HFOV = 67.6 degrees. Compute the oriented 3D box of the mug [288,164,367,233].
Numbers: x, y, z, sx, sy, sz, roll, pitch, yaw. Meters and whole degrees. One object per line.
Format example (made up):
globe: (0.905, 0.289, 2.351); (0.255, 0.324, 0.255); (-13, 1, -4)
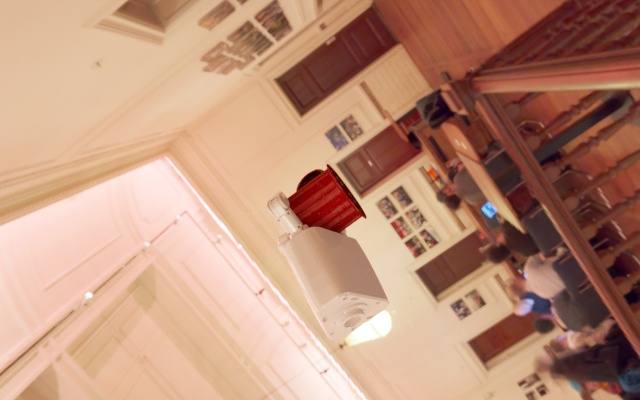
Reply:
mug: (-0.001, 0.001, 0.669); (0.081, 0.117, 0.093); (-36, -41, 8)
